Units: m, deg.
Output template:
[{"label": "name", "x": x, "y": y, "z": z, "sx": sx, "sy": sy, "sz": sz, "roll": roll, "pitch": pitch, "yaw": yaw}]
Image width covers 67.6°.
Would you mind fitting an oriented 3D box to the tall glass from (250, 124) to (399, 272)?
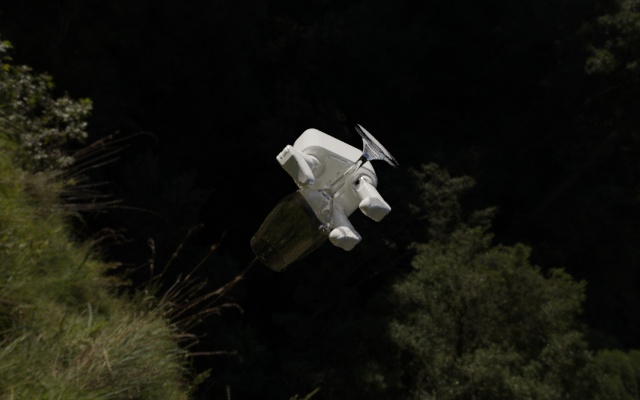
[{"label": "tall glass", "x": 0.001, "y": 0.002, "z": 0.597, "sx": 0.201, "sy": 0.079, "sz": 0.079, "roll": -45, "pitch": -15, "yaw": 15}]
